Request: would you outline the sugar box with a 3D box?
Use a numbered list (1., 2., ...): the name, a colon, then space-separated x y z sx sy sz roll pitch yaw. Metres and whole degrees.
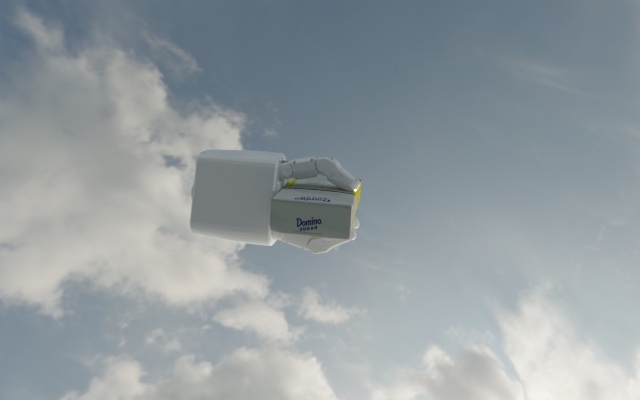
1. sugar box: 0.000 0.002 0.610 0.093 0.048 0.176 5 16 8
